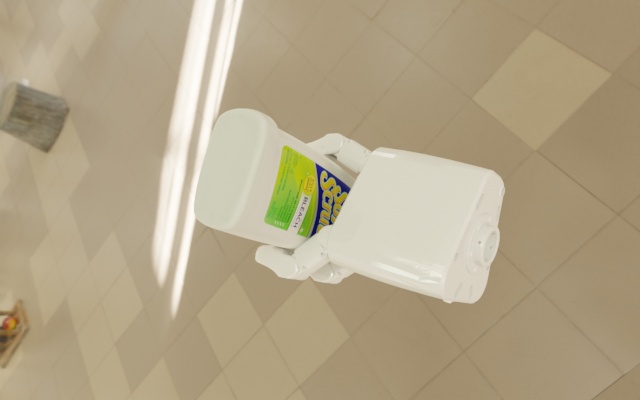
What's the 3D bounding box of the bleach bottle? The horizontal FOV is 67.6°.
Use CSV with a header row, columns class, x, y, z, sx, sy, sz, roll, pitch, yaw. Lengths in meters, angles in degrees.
class,x,y,z,sx,sy,sz,roll,pitch,yaw
bleach bottle,0.000,0.002,0.469,0.068,0.102,0.251,14,-3,39
